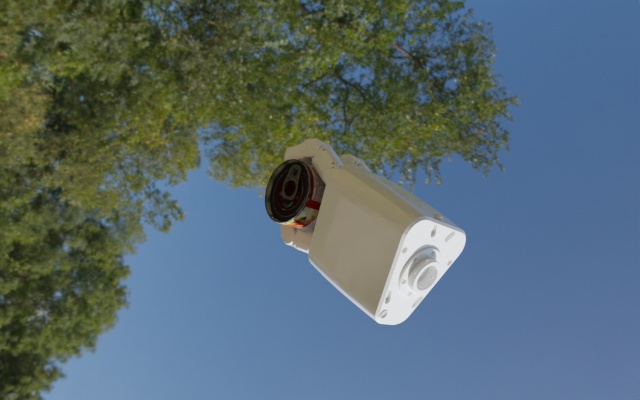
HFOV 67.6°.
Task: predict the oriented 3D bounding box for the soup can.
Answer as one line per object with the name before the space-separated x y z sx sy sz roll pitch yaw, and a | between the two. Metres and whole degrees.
soup can | 0.000 0.002 0.520 0.068 0.068 0.102 0 -13 46
